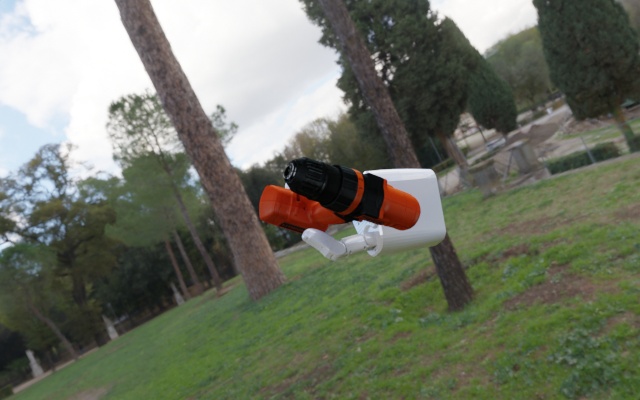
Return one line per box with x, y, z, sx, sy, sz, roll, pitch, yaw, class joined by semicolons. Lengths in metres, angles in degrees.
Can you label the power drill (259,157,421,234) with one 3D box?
0.000;0.002;0.592;0.184;0.057;0.187;20;-16;-32;power drill
